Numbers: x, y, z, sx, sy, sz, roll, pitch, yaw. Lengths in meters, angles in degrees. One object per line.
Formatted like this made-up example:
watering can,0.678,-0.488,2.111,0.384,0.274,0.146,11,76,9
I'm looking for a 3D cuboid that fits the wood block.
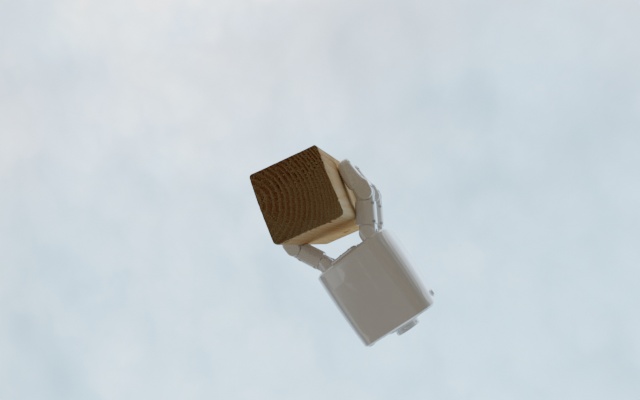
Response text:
wood block,0.000,0.003,0.632,0.091,0.090,0.206,-24,-11,13
